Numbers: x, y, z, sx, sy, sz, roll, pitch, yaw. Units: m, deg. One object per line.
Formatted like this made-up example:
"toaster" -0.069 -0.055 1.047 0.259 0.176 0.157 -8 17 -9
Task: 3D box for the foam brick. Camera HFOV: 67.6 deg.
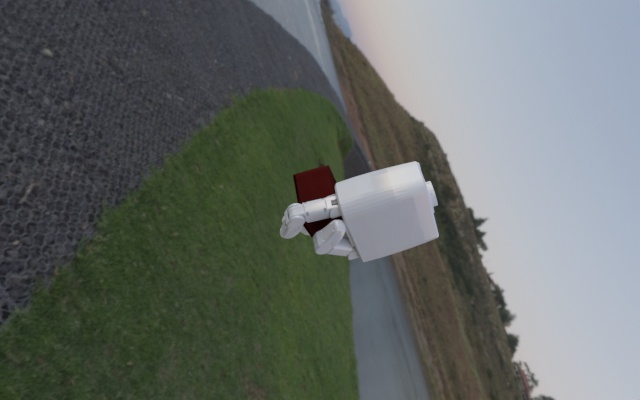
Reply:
"foam brick" 0.000 0.002 0.639 0.051 0.078 0.053 -18 -33 9
